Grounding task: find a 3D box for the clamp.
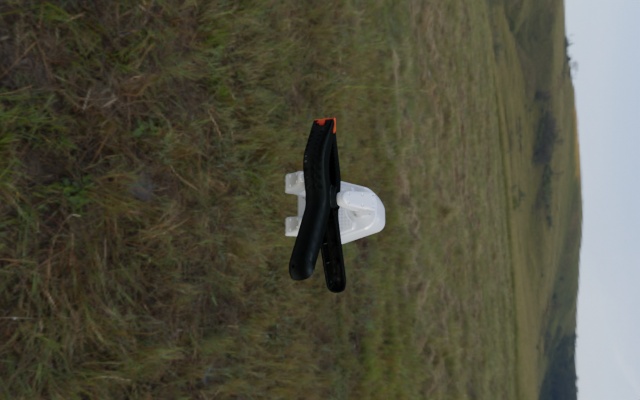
[{"bbox_3d":[0.001,0.001,0.544,0.036,0.210,0.164,-3,-9,14],"label":"clamp"}]
